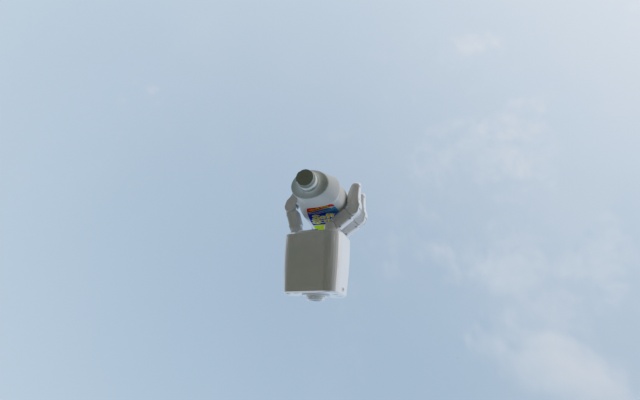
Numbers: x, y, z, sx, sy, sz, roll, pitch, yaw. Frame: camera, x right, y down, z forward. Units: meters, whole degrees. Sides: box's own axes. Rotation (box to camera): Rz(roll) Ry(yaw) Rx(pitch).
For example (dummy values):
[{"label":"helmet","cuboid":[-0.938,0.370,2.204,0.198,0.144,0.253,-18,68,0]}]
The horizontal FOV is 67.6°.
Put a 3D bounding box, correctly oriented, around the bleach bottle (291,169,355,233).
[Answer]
[{"label":"bleach bottle","cuboid":[0.000,0.003,0.851,0.102,0.068,0.251,-3,-18,15]}]
